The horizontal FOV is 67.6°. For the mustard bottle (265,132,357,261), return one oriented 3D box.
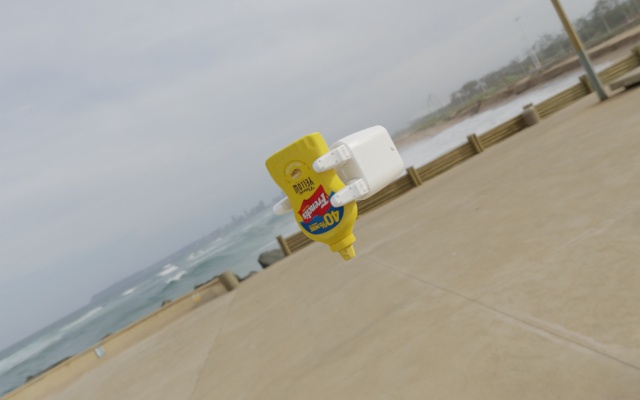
[{"bbox_3d":[0.000,0.002,0.714,0.096,0.191,0.058,-27,2,26],"label":"mustard bottle"}]
